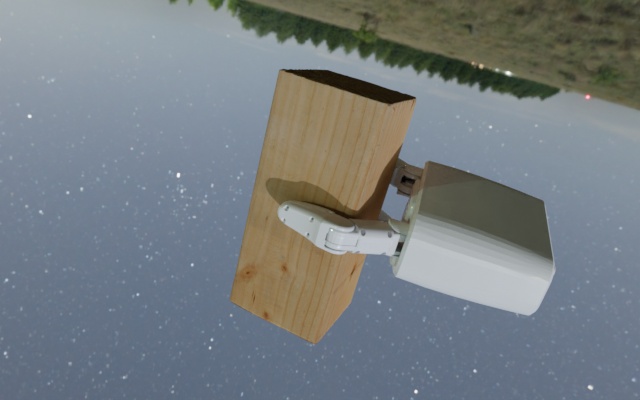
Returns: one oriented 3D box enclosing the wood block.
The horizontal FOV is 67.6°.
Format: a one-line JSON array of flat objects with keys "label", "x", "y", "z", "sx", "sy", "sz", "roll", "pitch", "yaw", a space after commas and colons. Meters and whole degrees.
[{"label": "wood block", "x": 0.000, "y": 0.002, "z": 0.410, "sx": 0.090, "sy": 0.206, "sz": 0.091, "roll": 22, "pitch": 22, "yaw": 18}]
